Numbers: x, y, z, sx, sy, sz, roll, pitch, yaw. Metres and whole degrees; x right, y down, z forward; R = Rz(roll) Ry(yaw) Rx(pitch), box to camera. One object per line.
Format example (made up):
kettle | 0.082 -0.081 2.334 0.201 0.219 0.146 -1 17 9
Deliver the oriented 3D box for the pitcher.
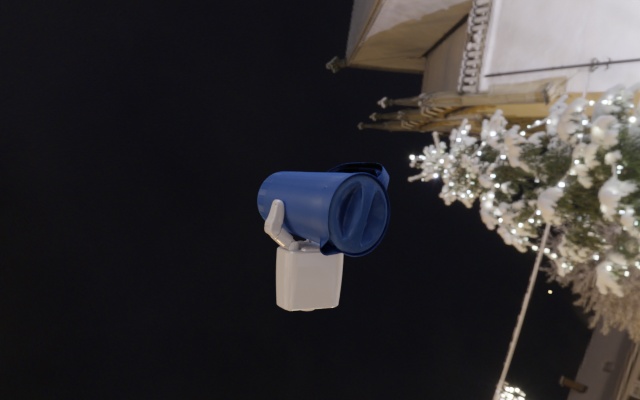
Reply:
pitcher | 0.000 0.003 0.839 0.149 0.145 0.243 -4 9 -38
